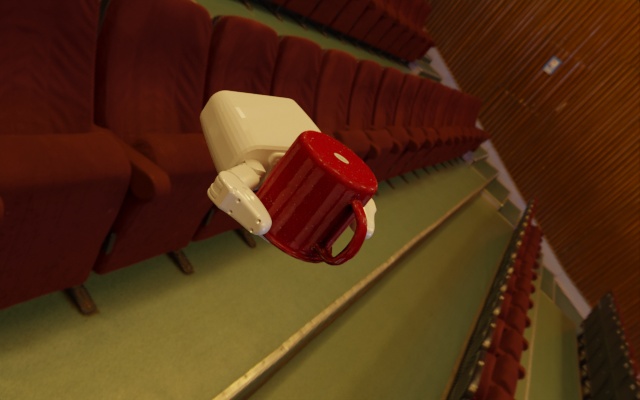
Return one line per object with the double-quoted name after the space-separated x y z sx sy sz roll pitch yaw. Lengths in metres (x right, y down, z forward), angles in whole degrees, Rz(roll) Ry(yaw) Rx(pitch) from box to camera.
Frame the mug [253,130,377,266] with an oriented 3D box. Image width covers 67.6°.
0.001 0.002 0.408 0.093 0.081 0.117 16 31 -43 "mug"
